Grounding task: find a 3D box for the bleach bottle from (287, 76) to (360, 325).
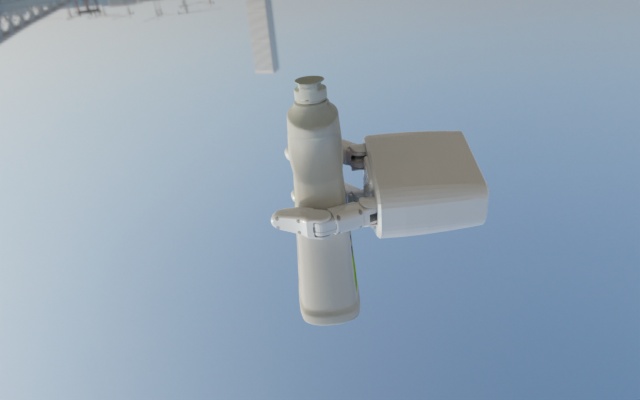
[{"bbox_3d":[0.000,0.002,0.495,0.068,0.251,0.102,-6,29,-1],"label":"bleach bottle"}]
